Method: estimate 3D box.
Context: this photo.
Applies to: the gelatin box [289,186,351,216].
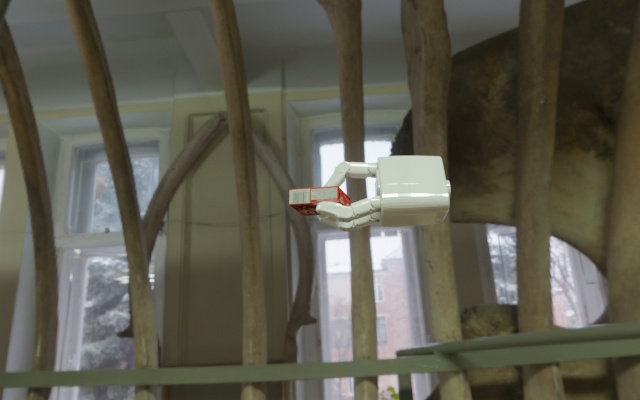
[{"bbox_3d":[0.000,0.002,0.804,0.089,0.030,0.073,-4,-17,17],"label":"gelatin box"}]
